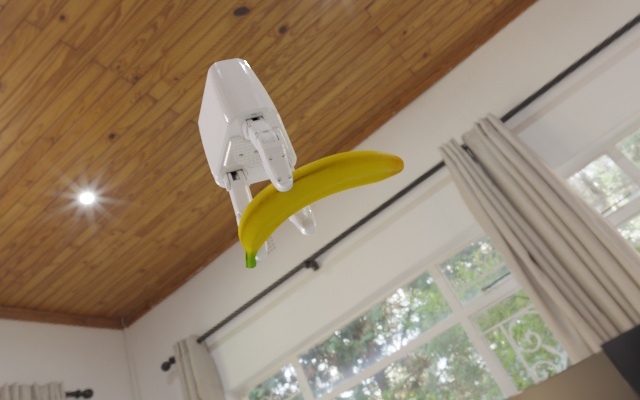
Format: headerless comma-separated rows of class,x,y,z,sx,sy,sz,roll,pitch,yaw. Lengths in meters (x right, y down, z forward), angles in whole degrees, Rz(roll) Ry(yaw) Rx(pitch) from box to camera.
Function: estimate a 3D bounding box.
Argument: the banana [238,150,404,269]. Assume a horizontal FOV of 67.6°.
banana,-0.010,-0.006,0.482,0.198,0.037,0.070,-32,-39,3
